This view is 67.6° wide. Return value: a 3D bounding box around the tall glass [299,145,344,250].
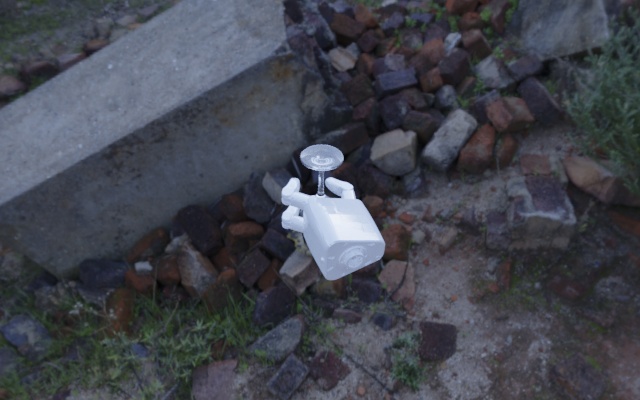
[{"bbox_3d":[0.000,0.002,0.867,0.079,0.201,0.079,1,40,-1],"label":"tall glass"}]
